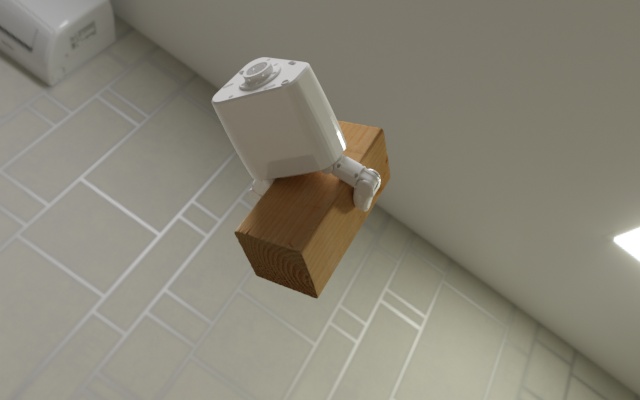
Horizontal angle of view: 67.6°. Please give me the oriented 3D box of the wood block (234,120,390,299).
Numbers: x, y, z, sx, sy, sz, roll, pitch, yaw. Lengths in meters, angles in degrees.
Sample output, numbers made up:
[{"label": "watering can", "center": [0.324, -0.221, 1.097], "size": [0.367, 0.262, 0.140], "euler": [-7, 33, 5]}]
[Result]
[{"label": "wood block", "center": [0.000, 0.002, 0.584], "size": [0.091, 0.206, 0.090], "euler": [15, -38, 28]}]
